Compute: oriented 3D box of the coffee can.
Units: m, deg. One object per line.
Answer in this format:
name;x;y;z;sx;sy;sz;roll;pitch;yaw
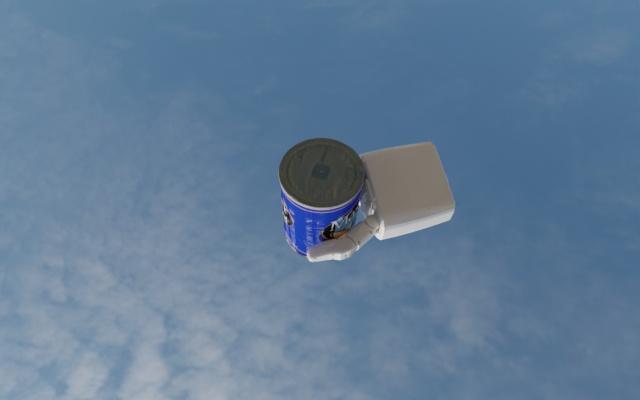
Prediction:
coffee can;0.000;0.002;0.626;0.103;0.102;0.140;0;-32;-1
